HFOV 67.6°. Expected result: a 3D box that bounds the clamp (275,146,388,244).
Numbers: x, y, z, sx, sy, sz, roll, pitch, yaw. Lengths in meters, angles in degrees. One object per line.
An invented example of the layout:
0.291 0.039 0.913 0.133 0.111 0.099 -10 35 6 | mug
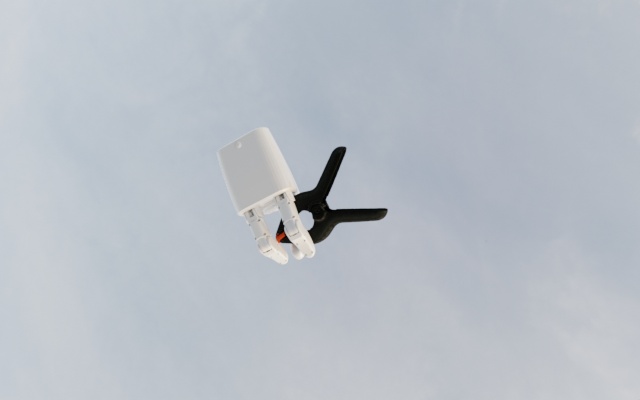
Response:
0.000 0.002 0.703 0.171 0.120 0.039 -26 -9 15 | clamp
